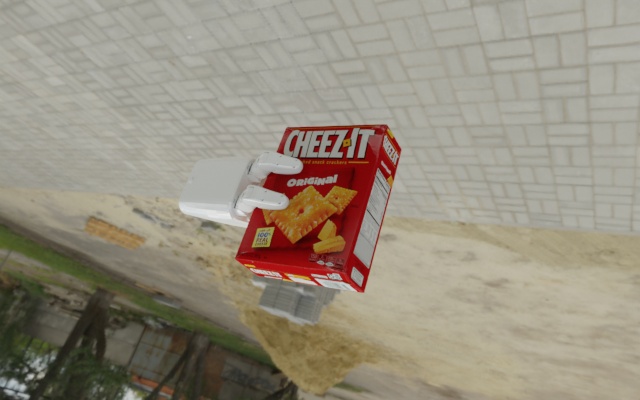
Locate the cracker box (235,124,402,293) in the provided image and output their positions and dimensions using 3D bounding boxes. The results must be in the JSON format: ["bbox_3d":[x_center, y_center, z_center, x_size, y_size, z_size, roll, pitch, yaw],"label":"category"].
[{"bbox_3d":[0.000,0.002,0.636,0.164,0.213,0.072,4,-27,30],"label":"cracker box"}]
